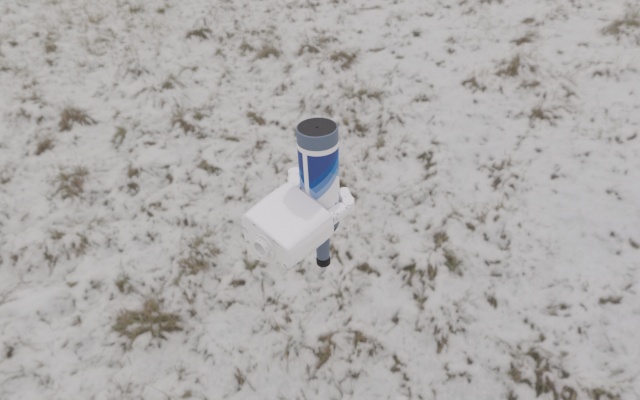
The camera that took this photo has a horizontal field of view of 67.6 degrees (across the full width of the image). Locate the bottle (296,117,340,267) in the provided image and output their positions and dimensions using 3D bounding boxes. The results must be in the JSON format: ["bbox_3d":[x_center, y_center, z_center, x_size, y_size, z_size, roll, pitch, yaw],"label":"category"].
[{"bbox_3d":[0.000,0.002,0.832,0.069,0.296,0.069,-2,37,1],"label":"bottle"}]
